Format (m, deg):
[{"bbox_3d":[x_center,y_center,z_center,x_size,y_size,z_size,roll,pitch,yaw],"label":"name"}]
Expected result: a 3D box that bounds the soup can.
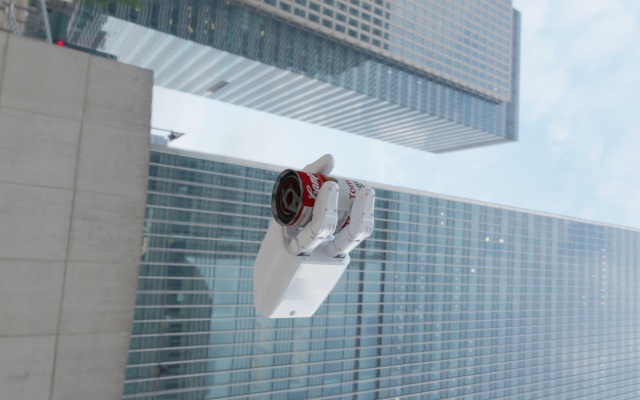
[{"bbox_3d":[0.001,0.001,0.587,0.102,0.068,0.068,8,-5,-34],"label":"soup can"}]
